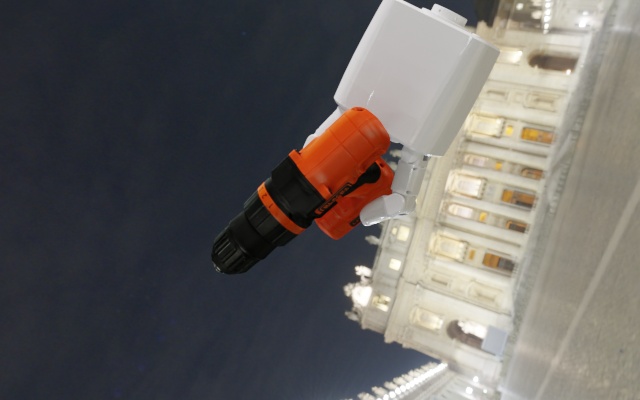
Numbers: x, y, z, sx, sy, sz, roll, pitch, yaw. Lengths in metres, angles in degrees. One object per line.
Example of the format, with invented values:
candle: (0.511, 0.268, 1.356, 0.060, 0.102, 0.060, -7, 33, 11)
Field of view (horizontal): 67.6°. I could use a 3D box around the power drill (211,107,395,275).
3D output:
power drill: (0.000, 0.001, 0.459, 0.184, 0.057, 0.187, -40, -12, 11)
